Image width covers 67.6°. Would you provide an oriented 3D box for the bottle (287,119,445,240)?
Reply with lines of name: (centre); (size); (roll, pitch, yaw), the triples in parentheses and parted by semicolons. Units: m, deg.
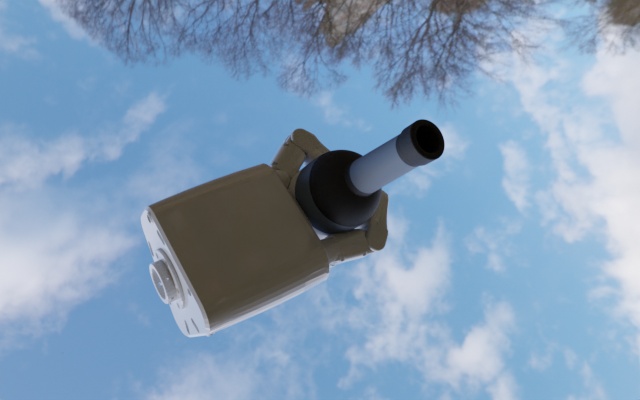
bottle: (0.000, 0.001, 0.422); (0.069, 0.069, 0.296); (0, -16, -28)
